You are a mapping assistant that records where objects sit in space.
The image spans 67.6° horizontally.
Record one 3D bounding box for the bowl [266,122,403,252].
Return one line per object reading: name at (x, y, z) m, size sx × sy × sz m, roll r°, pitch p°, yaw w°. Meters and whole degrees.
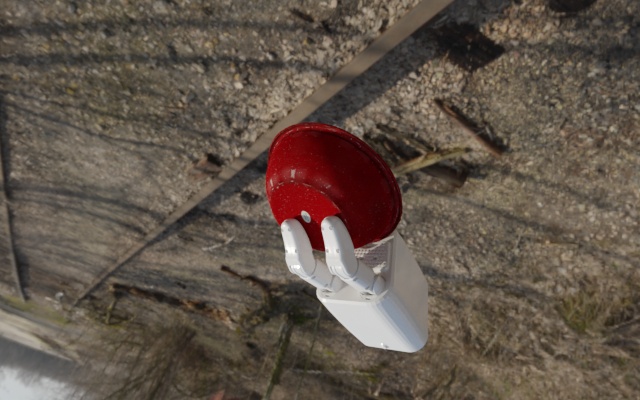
bowl at (-0.001, 0.001, 0.496) m, size 0.162 × 0.162 × 0.055 m, roll 0°, pitch 37°, yaw 37°
